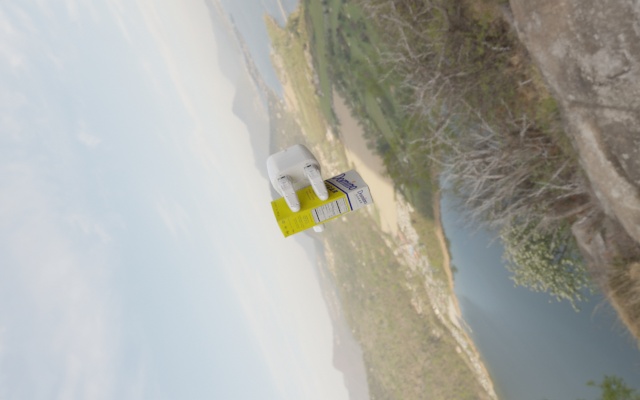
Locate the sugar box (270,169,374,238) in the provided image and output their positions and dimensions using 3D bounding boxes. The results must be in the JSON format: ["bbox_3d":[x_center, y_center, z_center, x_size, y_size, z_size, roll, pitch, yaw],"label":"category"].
[{"bbox_3d":[0.000,0.002,0.888,0.176,0.048,0.093,-24,27,-3],"label":"sugar box"}]
